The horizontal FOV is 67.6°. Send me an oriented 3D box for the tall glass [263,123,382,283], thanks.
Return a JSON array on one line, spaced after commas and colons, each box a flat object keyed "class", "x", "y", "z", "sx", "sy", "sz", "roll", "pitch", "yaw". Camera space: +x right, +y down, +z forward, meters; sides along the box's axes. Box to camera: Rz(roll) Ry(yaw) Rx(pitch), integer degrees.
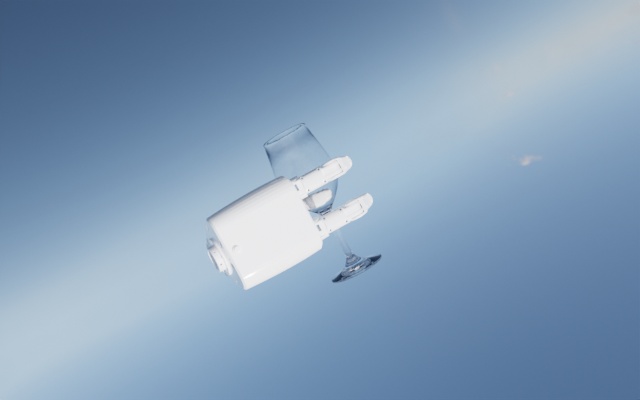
[{"class": "tall glass", "x": 0.001, "y": 0.003, "z": 0.621, "sx": 0.079, "sy": 0.201, "sz": 0.079, "roll": -28, "pitch": 2, "yaw": 1}]
